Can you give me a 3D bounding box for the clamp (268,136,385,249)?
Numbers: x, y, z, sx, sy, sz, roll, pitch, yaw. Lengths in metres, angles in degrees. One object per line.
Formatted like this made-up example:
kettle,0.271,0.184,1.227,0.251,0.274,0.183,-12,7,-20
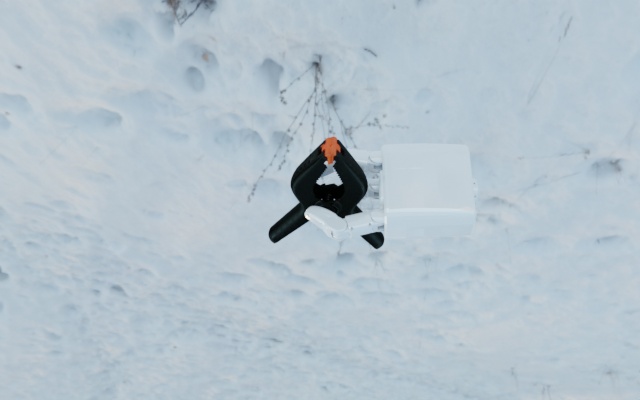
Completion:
clamp,0.000,0.002,0.614,0.164,0.036,0.210,-2,-37,6
